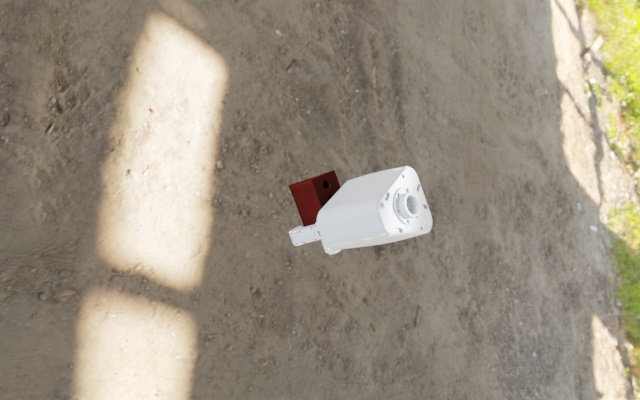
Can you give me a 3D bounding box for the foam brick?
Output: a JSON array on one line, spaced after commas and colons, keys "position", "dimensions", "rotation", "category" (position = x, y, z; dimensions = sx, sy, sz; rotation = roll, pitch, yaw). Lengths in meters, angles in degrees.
[{"position": [0.000, 0.002, 0.695], "dimensions": [0.051, 0.078, 0.053], "rotation": [-16, 6, 46], "category": "foam brick"}]
